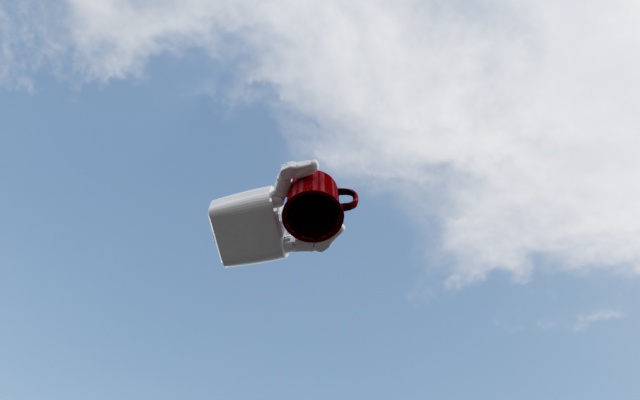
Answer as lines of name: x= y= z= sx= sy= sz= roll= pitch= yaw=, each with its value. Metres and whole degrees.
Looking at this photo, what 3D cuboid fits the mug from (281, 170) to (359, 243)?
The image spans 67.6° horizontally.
mug: x=0.002 y=0.002 z=0.737 sx=0.117 sy=0.093 sz=0.081 roll=-11 pitch=30 yaw=6
